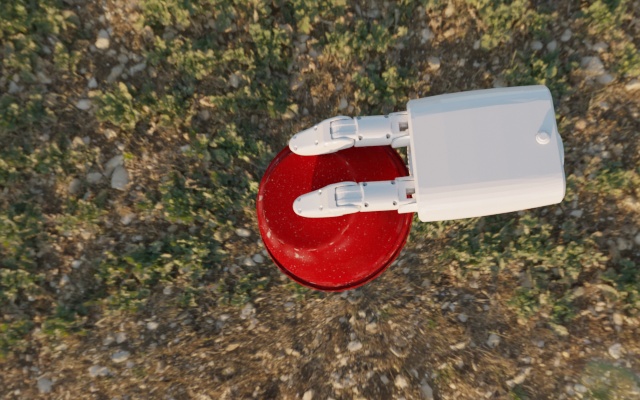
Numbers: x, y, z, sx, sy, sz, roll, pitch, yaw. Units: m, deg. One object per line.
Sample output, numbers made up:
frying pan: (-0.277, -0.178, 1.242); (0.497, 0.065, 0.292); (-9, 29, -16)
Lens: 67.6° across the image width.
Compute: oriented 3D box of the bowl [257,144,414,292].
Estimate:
bowl: (-0.001, 0.002, 0.435); (0.162, 0.162, 0.055); (0, -8, 24)
